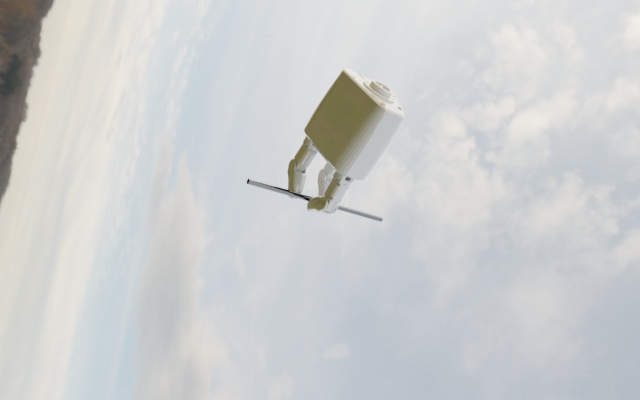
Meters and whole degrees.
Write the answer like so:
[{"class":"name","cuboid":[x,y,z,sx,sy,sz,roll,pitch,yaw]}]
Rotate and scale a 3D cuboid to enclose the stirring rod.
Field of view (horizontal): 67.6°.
[{"class":"stirring rod","cuboid":[0.000,0.002,0.710,0.239,0.011,0.011,16,-9,-32]}]
